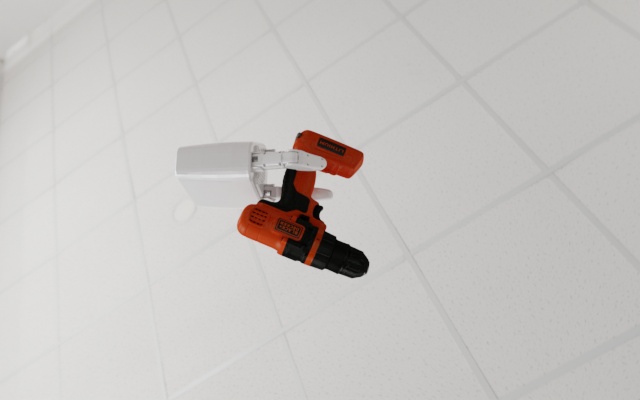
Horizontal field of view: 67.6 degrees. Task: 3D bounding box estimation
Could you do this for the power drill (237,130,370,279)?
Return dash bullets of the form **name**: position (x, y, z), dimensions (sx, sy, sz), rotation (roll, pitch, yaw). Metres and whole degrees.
- **power drill**: position (0.000, 0.002, 0.667), dimensions (0.184, 0.187, 0.057), rotation (23, -32, -3)
